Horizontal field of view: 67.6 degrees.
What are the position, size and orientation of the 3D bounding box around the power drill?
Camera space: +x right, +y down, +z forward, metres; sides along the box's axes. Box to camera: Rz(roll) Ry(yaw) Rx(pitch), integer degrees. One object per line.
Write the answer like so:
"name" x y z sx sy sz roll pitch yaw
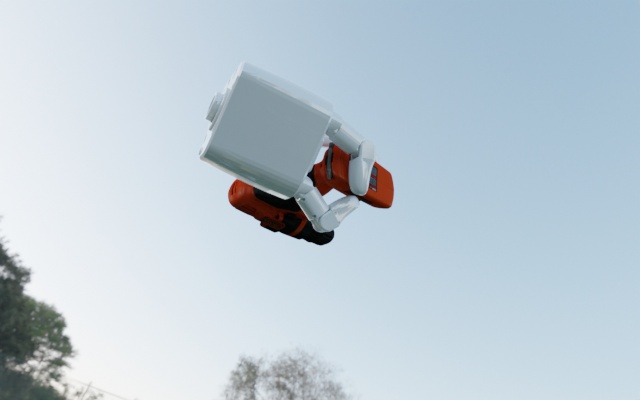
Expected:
"power drill" 0.000 0.002 0.625 0.188 0.057 0.184 -23 -37 39
